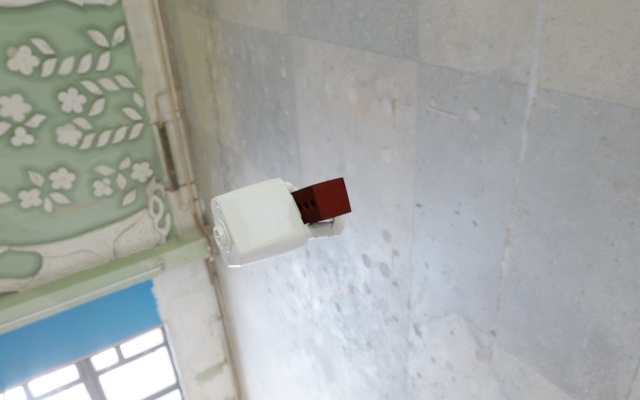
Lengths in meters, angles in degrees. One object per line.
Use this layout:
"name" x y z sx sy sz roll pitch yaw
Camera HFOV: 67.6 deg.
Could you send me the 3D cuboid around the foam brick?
"foam brick" 0.000 0.002 0.691 0.051 0.053 0.078 -15 -1 -28
